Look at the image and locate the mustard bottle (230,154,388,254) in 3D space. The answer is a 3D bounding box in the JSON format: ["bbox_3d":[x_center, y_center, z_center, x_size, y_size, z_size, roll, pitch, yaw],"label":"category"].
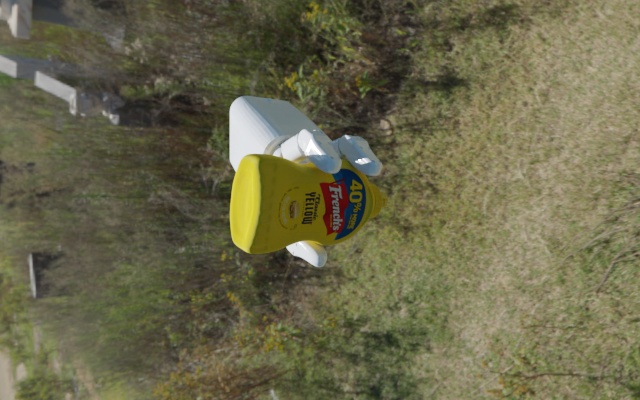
[{"bbox_3d":[0.000,0.002,0.515,0.191,0.096,0.058,-1,14,-39],"label":"mustard bottle"}]
